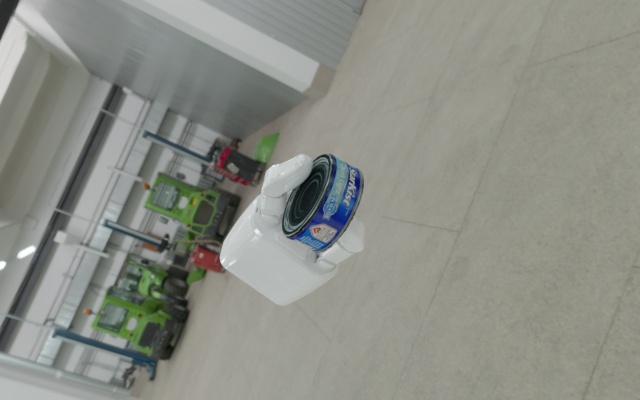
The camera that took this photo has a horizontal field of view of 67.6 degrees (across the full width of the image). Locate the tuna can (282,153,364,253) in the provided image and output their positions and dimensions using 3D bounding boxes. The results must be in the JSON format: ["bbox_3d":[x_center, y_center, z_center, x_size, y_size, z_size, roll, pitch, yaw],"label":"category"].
[{"bbox_3d":[0.000,0.001,0.430,0.034,0.086,0.086,28,-11,-20],"label":"tuna can"}]
